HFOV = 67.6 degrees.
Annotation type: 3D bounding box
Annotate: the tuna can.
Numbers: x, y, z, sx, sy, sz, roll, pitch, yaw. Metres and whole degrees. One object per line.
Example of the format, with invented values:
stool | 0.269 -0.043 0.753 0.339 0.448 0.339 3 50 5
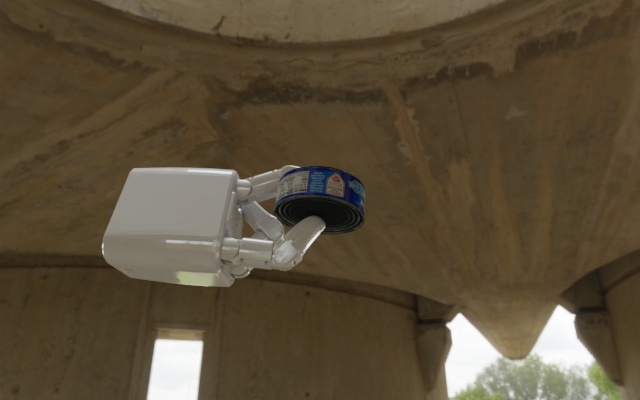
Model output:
tuna can | 0.000 0.001 0.455 0.086 0.033 0.086 5 -25 2
